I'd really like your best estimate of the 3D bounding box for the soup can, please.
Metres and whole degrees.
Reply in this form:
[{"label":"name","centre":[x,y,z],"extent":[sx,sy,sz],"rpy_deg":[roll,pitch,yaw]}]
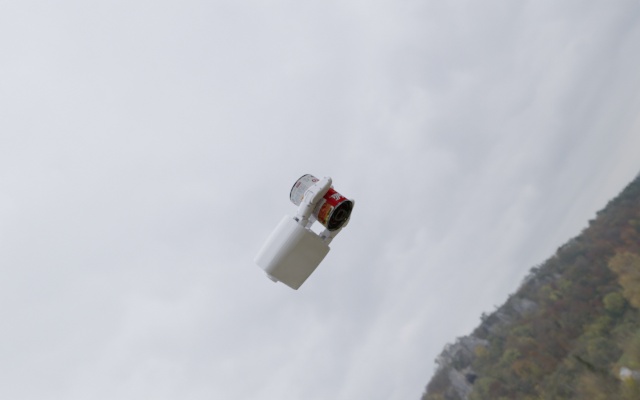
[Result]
[{"label":"soup can","centre":[0.000,0.002,0.893],"extent":[0.102,0.068,0.068],"rpy_deg":[35,19,29]}]
